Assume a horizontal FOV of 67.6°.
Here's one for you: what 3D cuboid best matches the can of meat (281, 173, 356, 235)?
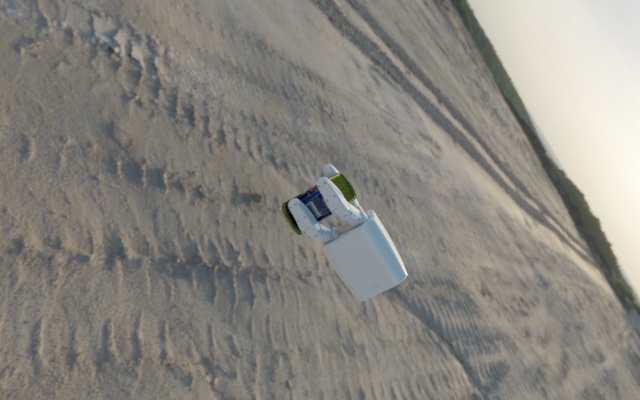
[{"bbox_3d":[0.000,0.002,0.748,0.084,0.057,0.102,-31,0,25],"label":"can of meat"}]
